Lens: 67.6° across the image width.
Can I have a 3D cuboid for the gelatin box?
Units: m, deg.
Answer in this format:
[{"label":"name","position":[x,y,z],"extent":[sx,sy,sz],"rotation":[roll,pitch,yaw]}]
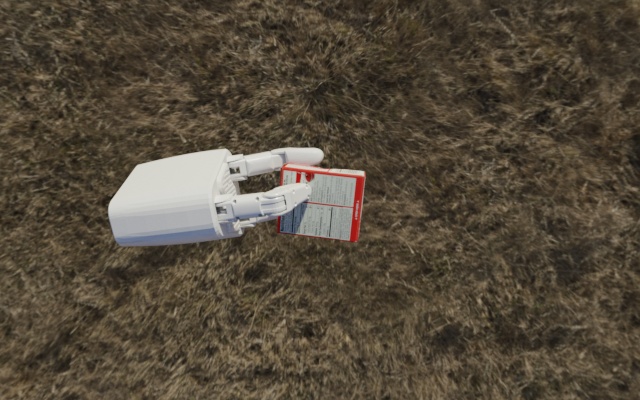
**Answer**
[{"label":"gelatin box","position":[0.000,0.002,0.510],"extent":[0.089,0.073,0.030],"rotation":[7,15,6]}]
